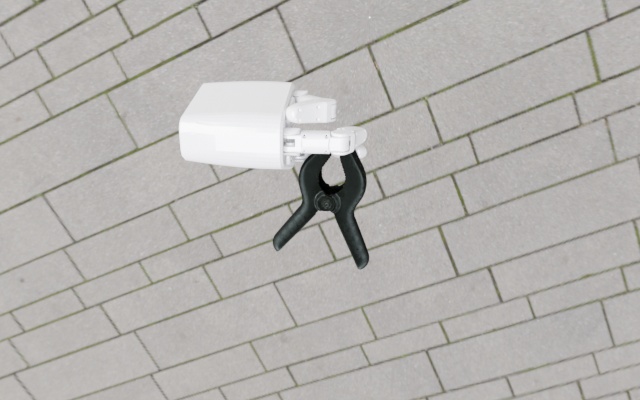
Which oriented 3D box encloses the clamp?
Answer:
[{"bbox_3d":[0.000,0.002,0.564,0.120,0.171,0.039,1,21,3],"label":"clamp"}]
